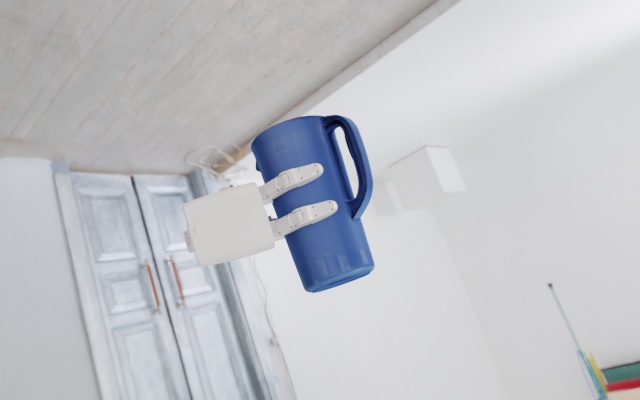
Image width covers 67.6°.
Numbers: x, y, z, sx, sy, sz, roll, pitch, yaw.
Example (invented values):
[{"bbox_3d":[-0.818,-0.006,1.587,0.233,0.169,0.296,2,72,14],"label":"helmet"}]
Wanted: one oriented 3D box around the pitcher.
[{"bbox_3d":[0.000,0.002,0.703,0.145,0.242,0.149,-16,-14,-13],"label":"pitcher"}]
